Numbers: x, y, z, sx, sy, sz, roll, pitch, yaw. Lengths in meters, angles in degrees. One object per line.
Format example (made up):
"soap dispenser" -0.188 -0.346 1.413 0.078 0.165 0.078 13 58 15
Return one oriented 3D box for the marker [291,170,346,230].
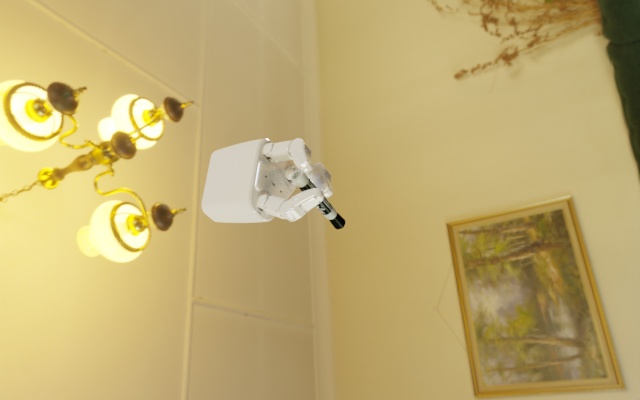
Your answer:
"marker" 0.000 0.002 0.650 0.020 0.020 0.121 0 -35 39
